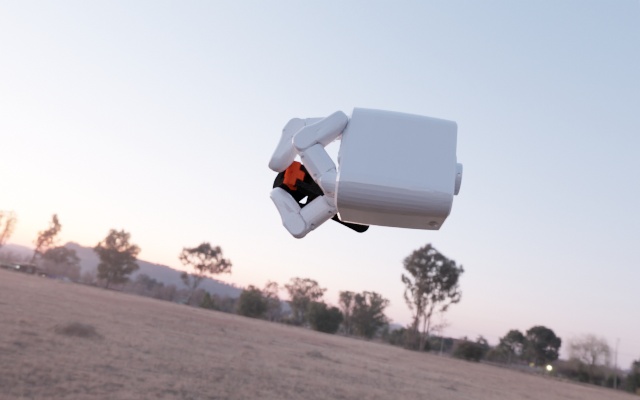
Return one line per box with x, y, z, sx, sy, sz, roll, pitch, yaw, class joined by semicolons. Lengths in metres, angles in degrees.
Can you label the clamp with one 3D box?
0.000;0.001;0.568;0.120;0.039;0.171;6;-15;7;clamp
